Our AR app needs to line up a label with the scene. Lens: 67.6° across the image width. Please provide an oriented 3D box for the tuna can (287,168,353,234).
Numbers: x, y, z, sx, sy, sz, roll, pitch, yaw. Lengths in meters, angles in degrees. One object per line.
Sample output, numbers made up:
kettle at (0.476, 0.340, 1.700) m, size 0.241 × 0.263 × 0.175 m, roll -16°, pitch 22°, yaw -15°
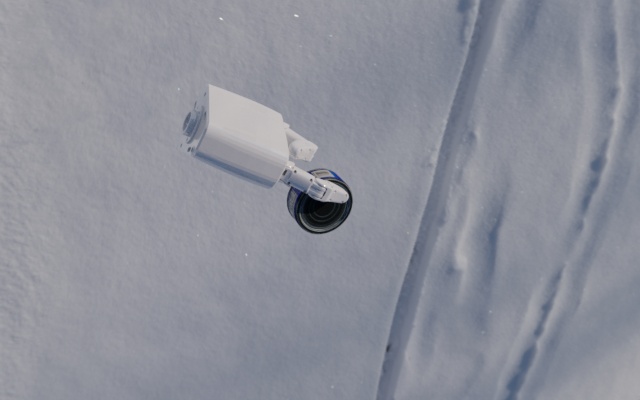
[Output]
tuna can at (0.000, 0.002, 0.644) m, size 0.086 × 0.086 × 0.033 m, roll 0°, pitch 26°, yaw -26°
